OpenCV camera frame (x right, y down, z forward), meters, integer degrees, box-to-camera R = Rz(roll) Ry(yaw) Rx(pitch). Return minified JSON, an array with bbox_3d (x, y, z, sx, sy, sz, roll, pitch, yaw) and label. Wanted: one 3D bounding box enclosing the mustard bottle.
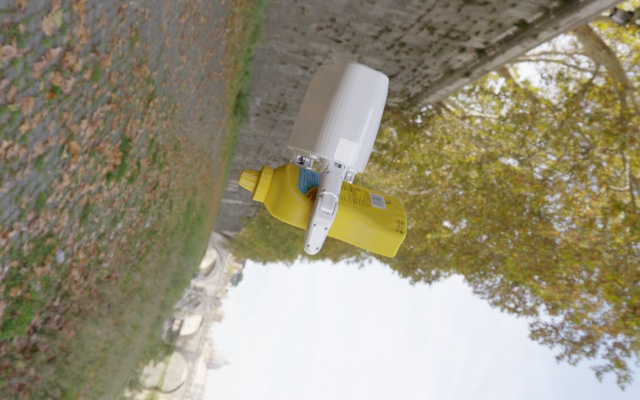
[{"bbox_3d":[0.000,0.002,0.549,0.191,0.058,0.096,19,28,-11],"label":"mustard bottle"}]
